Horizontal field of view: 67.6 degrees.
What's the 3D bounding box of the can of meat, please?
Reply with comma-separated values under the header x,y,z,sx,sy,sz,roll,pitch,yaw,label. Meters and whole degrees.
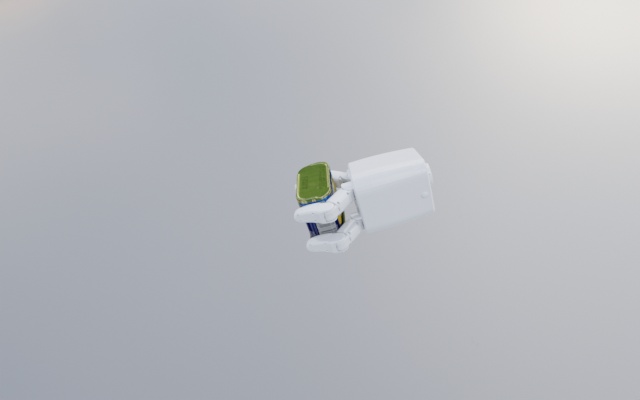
x,y,z,sx,sy,sz,roll,pitch,yaw,label
0.000,0.002,0.721,0.057,0.084,0.102,-14,34,8,can of meat
